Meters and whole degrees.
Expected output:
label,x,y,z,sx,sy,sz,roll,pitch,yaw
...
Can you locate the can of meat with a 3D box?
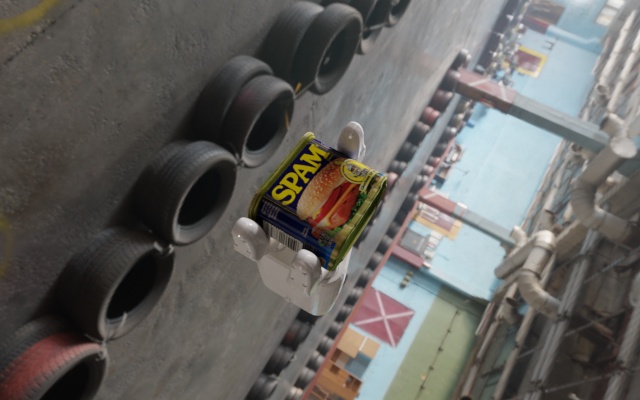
label,x,y,z,sx,sy,sz,roll,pitch,yaw
can of meat,0.000,0.001,0.417,0.084,0.102,0.057,29,-32,12
